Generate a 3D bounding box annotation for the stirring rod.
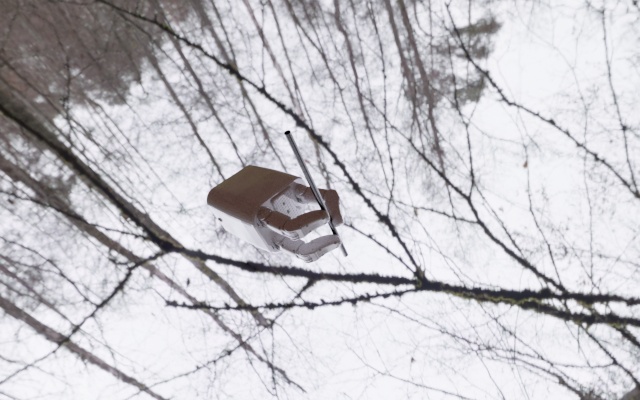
[{"bbox_3d":[0.000,0.002,0.614,0.011,0.011,0.240,0,-40,24],"label":"stirring rod"}]
